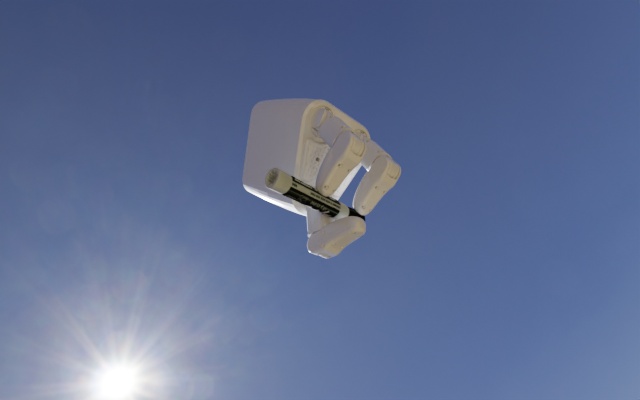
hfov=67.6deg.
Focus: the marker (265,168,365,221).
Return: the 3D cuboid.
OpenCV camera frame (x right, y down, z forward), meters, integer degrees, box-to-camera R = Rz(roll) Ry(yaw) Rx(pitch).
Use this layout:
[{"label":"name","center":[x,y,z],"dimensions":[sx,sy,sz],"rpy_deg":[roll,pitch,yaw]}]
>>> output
[{"label":"marker","center":[0.000,0.001,0.436],"dimensions":[0.020,0.020,0.121],"rpy_deg":[0,-20,46]}]
